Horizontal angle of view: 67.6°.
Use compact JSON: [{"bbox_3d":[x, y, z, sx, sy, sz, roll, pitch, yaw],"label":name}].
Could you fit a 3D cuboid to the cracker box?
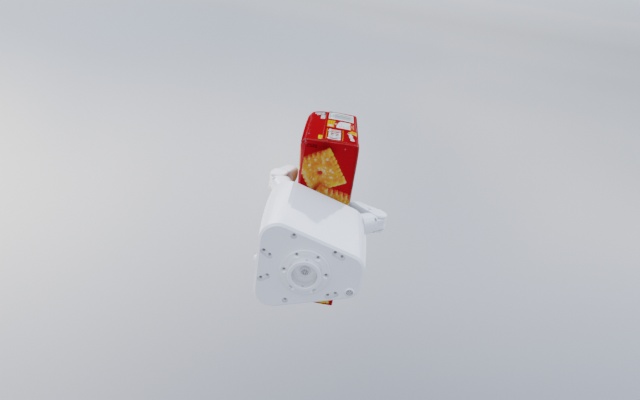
[{"bbox_3d":[0.000,0.002,0.638,0.072,0.214,0.164,9,23,-1],"label":"cracker box"}]
